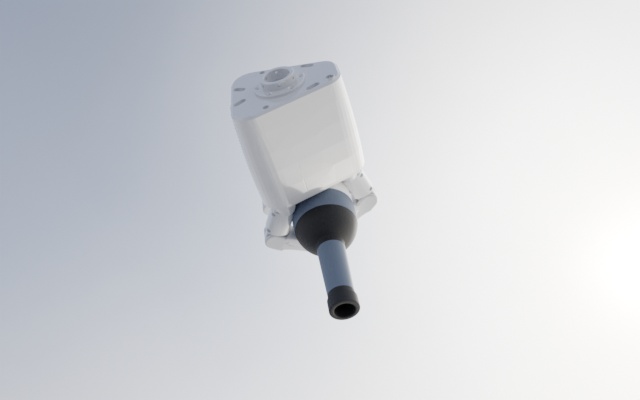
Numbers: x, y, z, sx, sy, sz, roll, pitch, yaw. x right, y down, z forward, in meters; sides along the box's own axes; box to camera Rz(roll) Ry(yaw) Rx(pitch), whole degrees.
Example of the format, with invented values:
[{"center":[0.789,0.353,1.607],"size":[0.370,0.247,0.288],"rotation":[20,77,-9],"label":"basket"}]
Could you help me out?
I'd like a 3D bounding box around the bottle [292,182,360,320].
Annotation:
[{"center":[0.000,0.002,0.519],"size":[0.069,0.069,0.295],"rotation":[0,39,-10],"label":"bottle"}]
